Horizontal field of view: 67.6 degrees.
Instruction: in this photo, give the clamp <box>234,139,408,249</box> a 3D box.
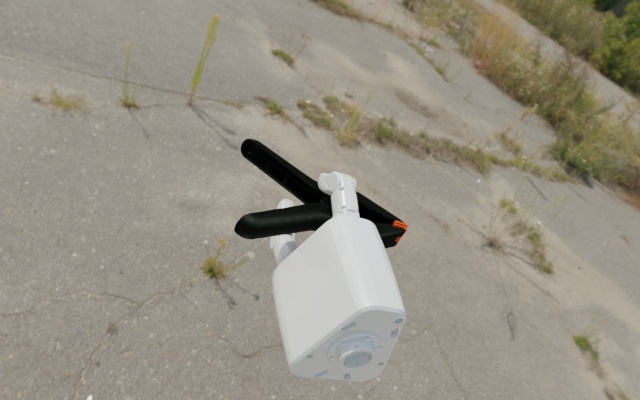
[{"bbox_3d":[0.001,0.001,0.533,0.210,0.036,0.164,15,34,-25],"label":"clamp"}]
